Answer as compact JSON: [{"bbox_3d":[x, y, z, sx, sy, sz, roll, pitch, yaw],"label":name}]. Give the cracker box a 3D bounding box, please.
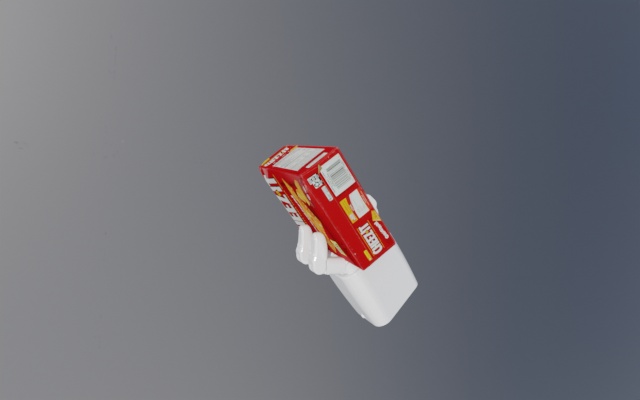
[{"bbox_3d":[0.000,0.002,0.722,0.072,0.164,0.213,-38,19,-14],"label":"cracker box"}]
